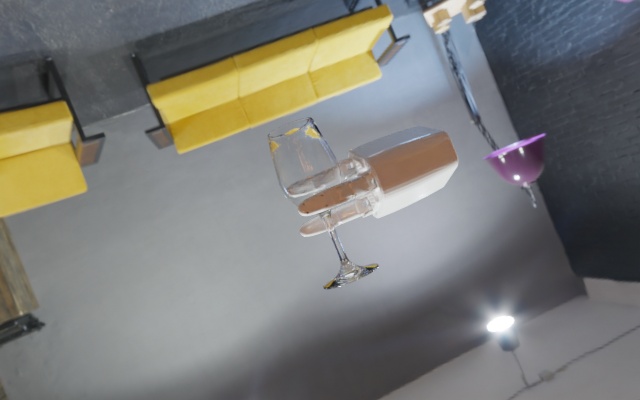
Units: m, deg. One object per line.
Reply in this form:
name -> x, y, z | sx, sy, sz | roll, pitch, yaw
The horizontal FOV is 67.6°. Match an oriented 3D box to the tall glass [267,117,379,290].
tall glass -> 0.000, 0.003, 0.589 | 0.079, 0.201, 0.079 | -23, 0, 0
